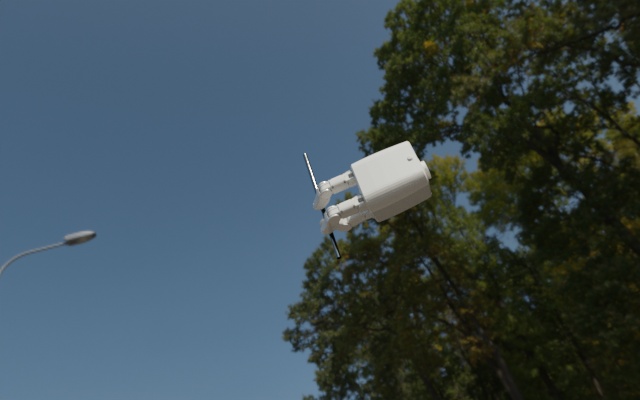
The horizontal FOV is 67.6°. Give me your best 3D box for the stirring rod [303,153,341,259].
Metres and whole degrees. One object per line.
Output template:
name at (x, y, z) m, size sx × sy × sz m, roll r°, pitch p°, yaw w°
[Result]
stirring rod at (0.000, 0.003, 0.856) m, size 0.011 × 0.239 × 0.011 m, roll -12°, pitch -37°, yaw -9°
